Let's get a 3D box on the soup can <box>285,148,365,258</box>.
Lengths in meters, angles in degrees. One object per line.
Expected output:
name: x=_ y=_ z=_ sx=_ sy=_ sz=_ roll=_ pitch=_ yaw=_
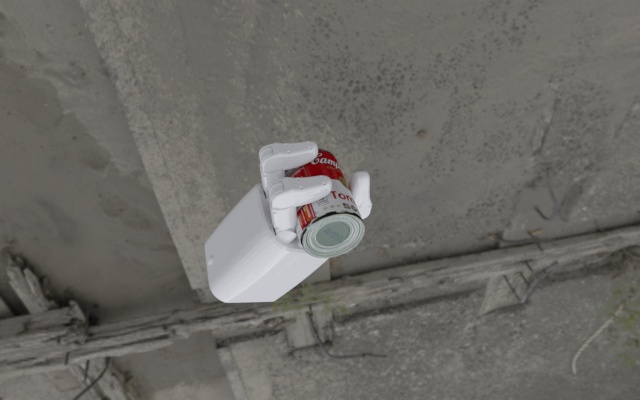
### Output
soup can: x=0.001 y=0.002 z=0.505 sx=0.068 sy=0.068 sz=0.102 roll=0 pitch=43 yaw=-20
